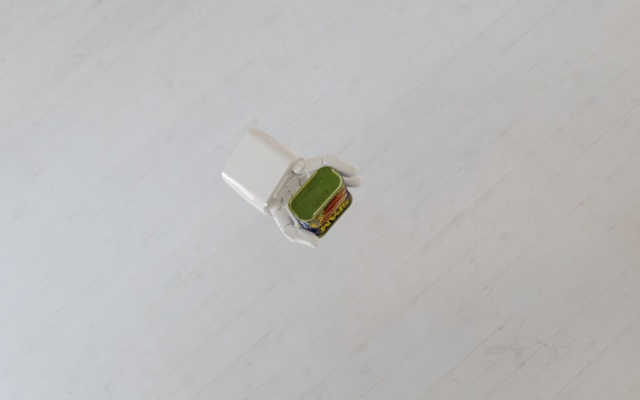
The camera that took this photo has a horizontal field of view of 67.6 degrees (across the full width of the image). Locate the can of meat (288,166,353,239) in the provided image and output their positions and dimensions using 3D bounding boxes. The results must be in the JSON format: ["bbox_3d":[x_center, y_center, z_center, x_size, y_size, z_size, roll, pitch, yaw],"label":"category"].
[{"bbox_3d":[0.000,0.003,0.767,0.057,0.102,0.084,38,-9,22],"label":"can of meat"}]
